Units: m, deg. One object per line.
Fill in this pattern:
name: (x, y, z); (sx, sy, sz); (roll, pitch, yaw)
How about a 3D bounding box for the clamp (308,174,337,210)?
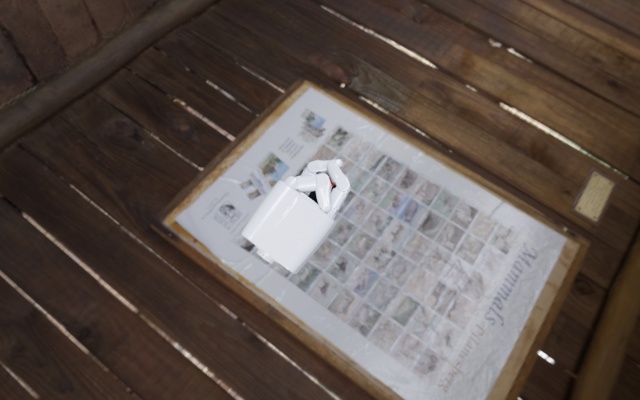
clamp: (0.001, 0.003, 0.861); (0.039, 0.120, 0.171); (36, -7, 13)
